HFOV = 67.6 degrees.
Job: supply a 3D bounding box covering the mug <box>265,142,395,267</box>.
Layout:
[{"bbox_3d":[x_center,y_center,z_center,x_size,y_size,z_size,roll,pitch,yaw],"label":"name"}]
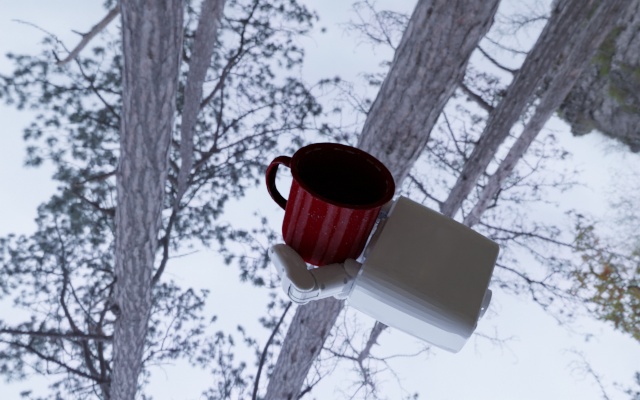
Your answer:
[{"bbox_3d":[-0.001,0.001,0.435,0.117,0.082,0.093,26,39,11],"label":"mug"}]
